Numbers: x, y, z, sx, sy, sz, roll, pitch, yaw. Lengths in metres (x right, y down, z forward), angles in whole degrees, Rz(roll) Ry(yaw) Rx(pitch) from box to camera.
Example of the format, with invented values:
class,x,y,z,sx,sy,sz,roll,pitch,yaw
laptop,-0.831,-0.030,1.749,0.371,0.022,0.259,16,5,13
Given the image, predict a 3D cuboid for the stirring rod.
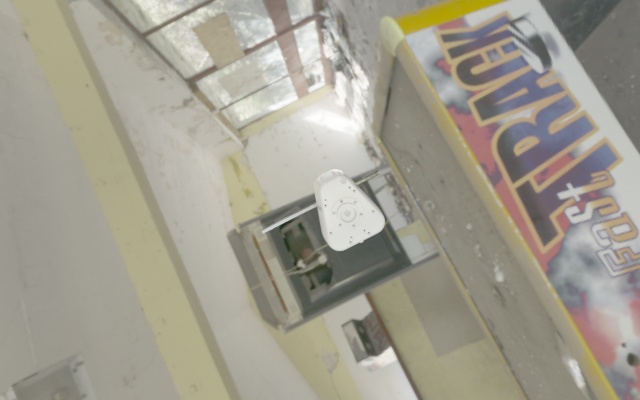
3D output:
class,x,y,z,sx,sy,sz,roll,pitch,yaw
stirring rod,0.000,0.003,0.878,0.239,0.011,0.011,-27,0,1
